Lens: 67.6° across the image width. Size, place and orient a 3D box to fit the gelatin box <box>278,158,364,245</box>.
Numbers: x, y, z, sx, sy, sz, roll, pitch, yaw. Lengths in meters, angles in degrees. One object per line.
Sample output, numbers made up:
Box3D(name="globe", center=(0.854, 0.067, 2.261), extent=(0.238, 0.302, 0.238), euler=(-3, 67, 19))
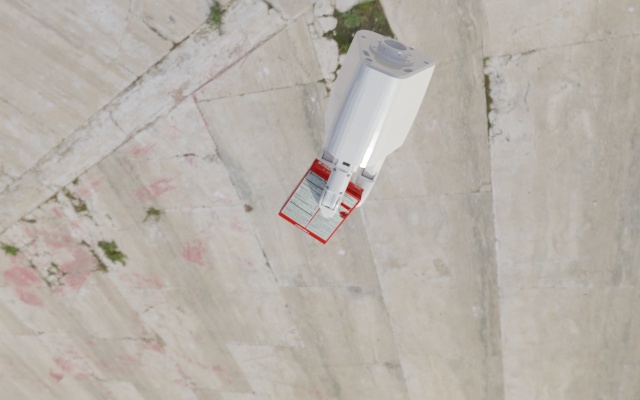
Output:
Box3D(name="gelatin box", center=(0.000, 0.002, 0.596), extent=(0.073, 0.089, 0.030), euler=(32, 33, -6))
